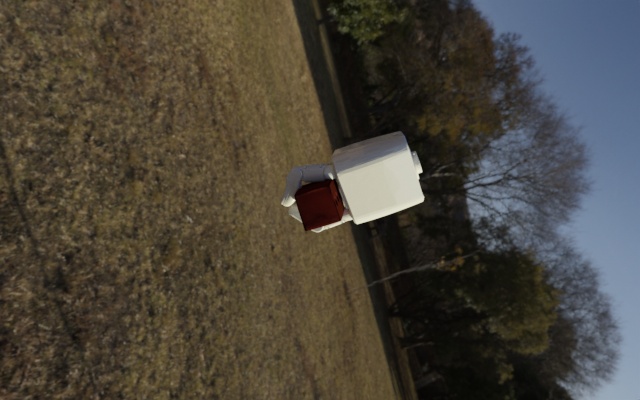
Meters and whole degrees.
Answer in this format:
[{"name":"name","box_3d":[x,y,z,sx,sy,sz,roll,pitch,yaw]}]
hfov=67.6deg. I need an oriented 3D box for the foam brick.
[{"name":"foam brick","box_3d":[0.000,0.002,0.663,0.051,0.053,0.078,-16,11,10]}]
